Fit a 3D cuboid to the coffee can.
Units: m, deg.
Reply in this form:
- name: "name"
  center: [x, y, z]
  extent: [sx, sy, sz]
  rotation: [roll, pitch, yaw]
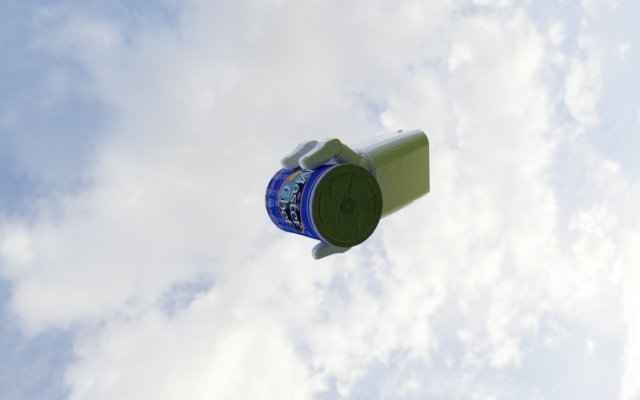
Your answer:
- name: "coffee can"
  center: [0.000, 0.002, 0.635]
  extent: [0.103, 0.103, 0.140]
  rotation: [0, 4, -30]
